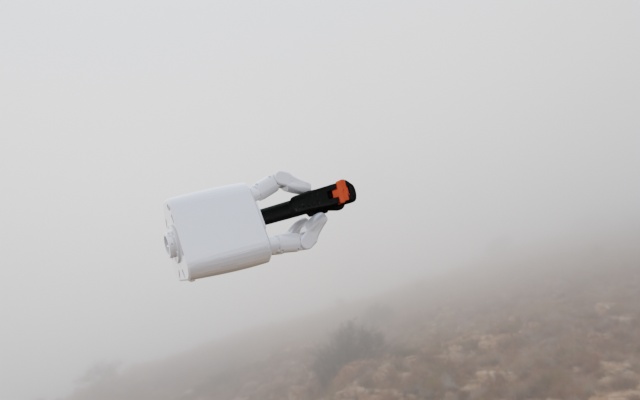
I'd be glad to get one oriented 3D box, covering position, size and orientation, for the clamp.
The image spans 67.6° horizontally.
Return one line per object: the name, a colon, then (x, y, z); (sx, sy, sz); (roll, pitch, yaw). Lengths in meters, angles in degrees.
clamp: (0.000, 0.001, 0.686); (0.164, 0.036, 0.210); (-12, -5, -28)
